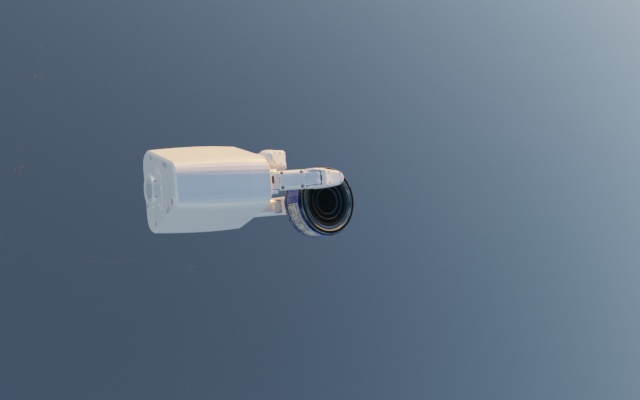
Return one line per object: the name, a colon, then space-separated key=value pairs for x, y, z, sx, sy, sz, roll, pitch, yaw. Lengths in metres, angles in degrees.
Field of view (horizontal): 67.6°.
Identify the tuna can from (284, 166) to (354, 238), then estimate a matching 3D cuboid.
tuna can: x=0.000 y=0.002 z=0.587 sx=0.086 sy=0.086 sz=0.034 roll=0 pitch=-7 yaw=-38
